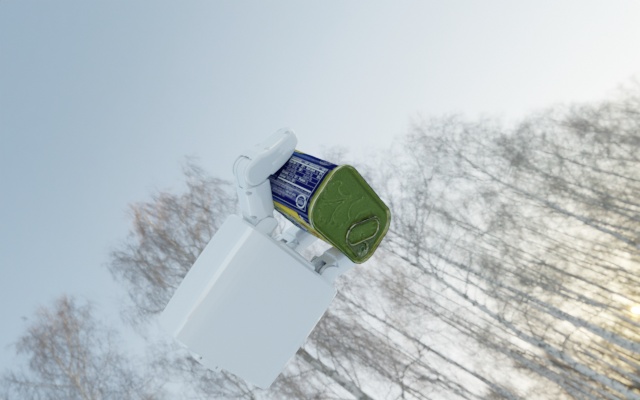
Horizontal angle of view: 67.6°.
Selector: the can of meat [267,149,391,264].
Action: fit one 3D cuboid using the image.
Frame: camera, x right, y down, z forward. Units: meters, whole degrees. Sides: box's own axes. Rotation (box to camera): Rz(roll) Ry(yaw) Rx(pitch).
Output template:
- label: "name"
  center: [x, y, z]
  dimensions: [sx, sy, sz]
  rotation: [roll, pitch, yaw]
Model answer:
- label: "can of meat"
  center: [0.000, 0.001, 0.414]
  dimensions: [0.084, 0.057, 0.102]
  rotation: [25, -13, 42]
